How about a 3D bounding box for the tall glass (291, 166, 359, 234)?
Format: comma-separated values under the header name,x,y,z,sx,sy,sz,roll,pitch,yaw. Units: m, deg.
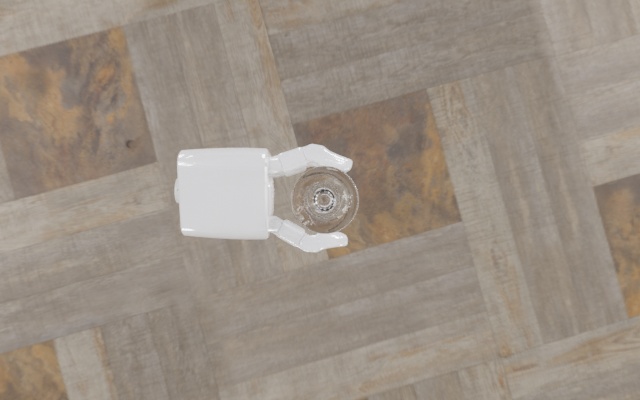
name,x,y,z,sx,sy,sz,roll,pitch,yaw
tall glass,0.000,0.002,0.617,0.079,0.079,0.201,0,-2,-2
